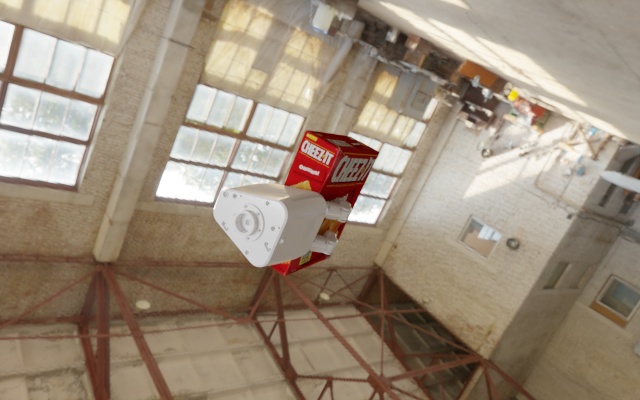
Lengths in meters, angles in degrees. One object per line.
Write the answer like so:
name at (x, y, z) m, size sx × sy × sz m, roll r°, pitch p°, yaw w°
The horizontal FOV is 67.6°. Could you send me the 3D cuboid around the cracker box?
cracker box at (0.000, 0.003, 0.770) m, size 0.072 × 0.214 × 0.164 m, roll 31°, pitch 17°, yaw 22°
